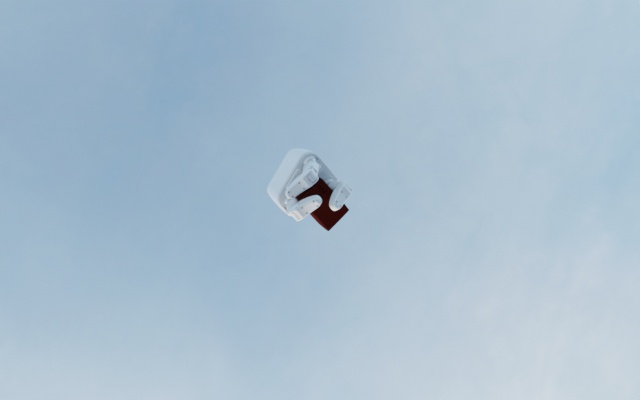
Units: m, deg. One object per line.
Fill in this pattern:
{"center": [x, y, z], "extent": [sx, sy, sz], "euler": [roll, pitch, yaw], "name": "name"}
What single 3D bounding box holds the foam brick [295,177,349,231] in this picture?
{"center": [0.000, 0.003, 0.810], "extent": [0.053, 0.078, 0.051], "euler": [-43, 21, -6], "name": "foam brick"}
